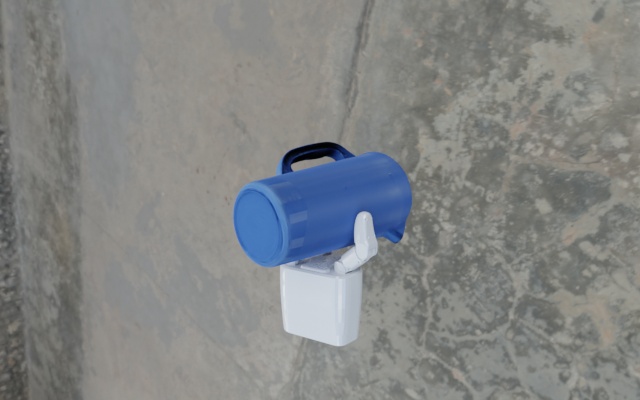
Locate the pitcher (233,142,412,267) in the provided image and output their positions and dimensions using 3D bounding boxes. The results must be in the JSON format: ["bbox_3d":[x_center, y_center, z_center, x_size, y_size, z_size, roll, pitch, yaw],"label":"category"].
[{"bbox_3d":[0.000,0.002,0.663,0.149,0.145,0.243,14,19,43],"label":"pitcher"}]
